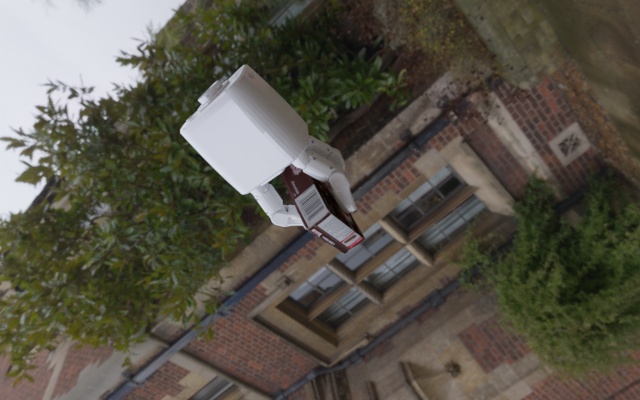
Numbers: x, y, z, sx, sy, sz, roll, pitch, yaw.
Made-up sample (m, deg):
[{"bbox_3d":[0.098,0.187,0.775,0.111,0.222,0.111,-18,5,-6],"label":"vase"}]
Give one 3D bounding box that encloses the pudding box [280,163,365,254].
[{"bbox_3d":[0.000,0.002,0.593,0.039,0.113,0.090,-37,-39,14],"label":"pudding box"}]
